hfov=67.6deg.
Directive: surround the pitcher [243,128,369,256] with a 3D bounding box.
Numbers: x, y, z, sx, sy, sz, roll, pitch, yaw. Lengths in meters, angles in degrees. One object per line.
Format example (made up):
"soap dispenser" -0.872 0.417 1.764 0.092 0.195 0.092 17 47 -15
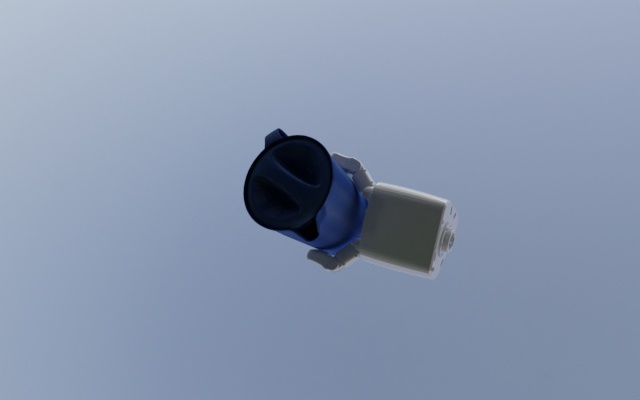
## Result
"pitcher" 0.000 0.002 0.720 0.145 0.149 0.243 14 -12 29
